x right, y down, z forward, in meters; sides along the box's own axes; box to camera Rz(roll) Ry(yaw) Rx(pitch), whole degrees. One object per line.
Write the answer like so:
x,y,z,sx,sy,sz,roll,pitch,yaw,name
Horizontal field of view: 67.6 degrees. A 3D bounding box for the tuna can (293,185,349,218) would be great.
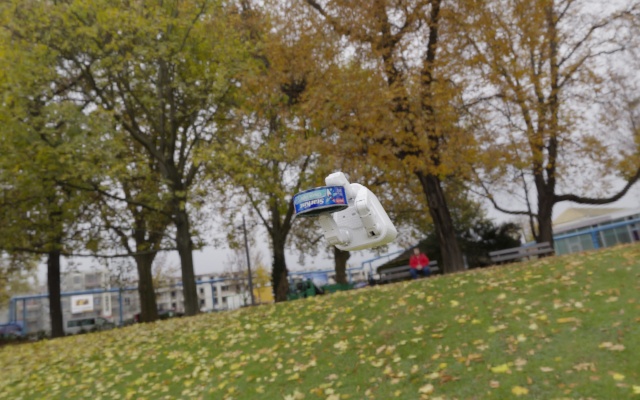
0.000,0.002,0.761,0.086,0.033,0.086,-10,-9,-2,tuna can
